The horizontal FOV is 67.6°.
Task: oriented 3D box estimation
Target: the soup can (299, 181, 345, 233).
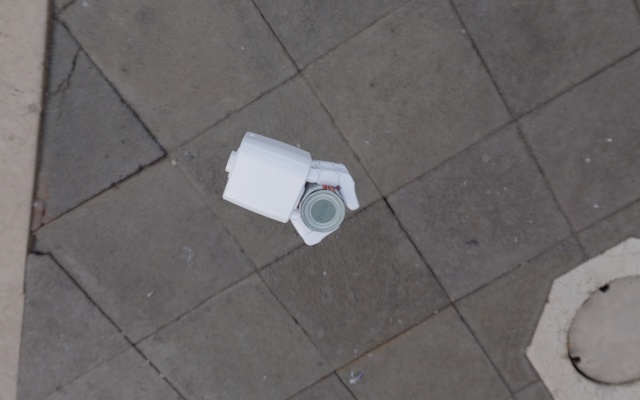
[{"bbox_3d":[0.001,0.003,0.736,0.068,0.068,0.102,0,16,-4],"label":"soup can"}]
